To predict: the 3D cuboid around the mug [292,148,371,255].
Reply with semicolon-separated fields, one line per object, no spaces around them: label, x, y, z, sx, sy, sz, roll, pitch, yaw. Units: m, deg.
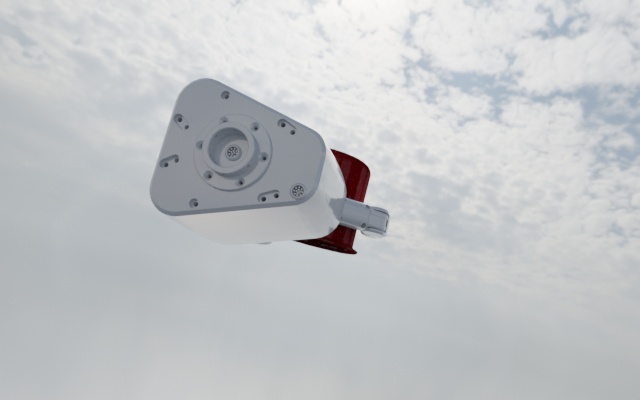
mug;0.000;0.002;0.457;0.093;0.081;0.117;14;-10;9
